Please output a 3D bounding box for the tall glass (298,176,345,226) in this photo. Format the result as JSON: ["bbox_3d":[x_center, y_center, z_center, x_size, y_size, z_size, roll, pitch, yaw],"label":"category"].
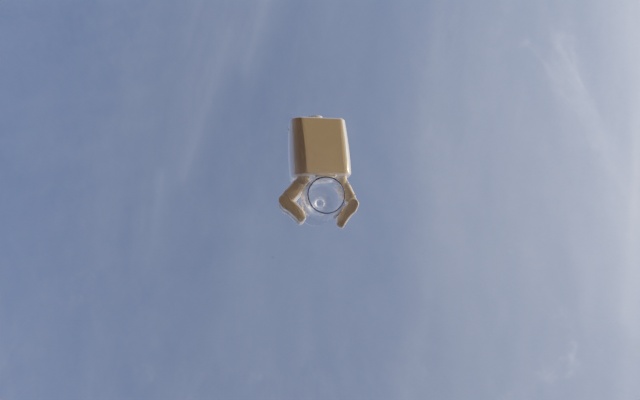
[{"bbox_3d":[0.000,0.003,0.871,0.079,0.079,0.201,0,-7,-6],"label":"tall glass"}]
